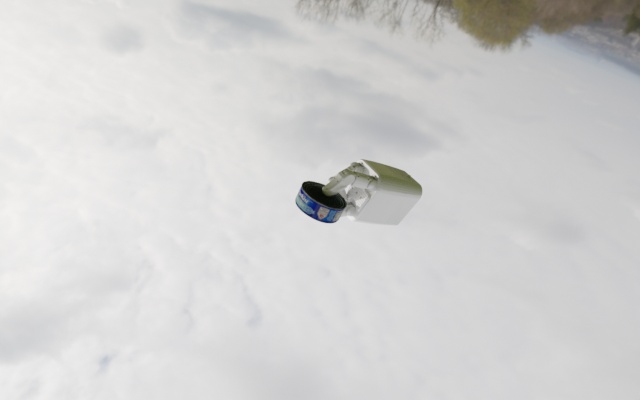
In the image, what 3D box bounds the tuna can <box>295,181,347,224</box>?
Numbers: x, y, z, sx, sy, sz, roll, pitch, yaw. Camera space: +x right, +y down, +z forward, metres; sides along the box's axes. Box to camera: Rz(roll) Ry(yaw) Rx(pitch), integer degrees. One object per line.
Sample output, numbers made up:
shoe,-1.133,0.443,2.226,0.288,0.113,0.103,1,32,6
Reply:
tuna can,0.000,0.003,0.826,0.086,0.034,0.086,23,23,-10
